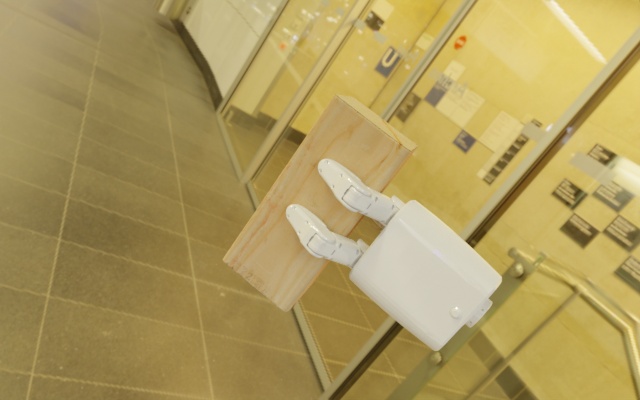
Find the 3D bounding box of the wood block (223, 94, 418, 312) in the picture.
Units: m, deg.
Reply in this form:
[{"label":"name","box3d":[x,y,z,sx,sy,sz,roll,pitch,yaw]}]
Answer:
[{"label":"wood block","box3d":[0.001,0.002,0.501,0.090,0.206,0.091,38,17,6]}]
